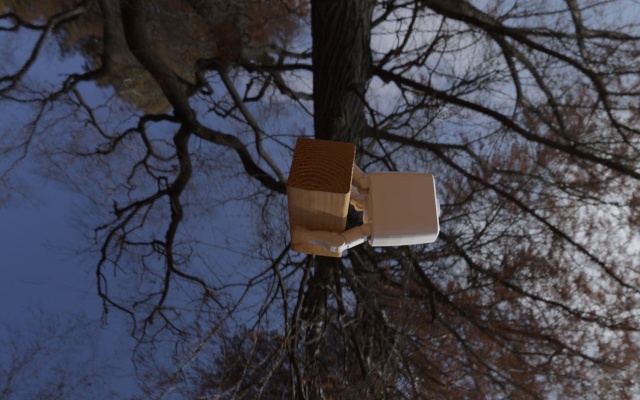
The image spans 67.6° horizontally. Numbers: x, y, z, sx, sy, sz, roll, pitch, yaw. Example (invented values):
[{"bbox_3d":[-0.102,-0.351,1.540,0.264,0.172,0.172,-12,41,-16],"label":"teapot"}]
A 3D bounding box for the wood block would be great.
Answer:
[{"bbox_3d":[0.000,0.003,0.763,0.090,0.090,0.206,7,-32,3],"label":"wood block"}]
